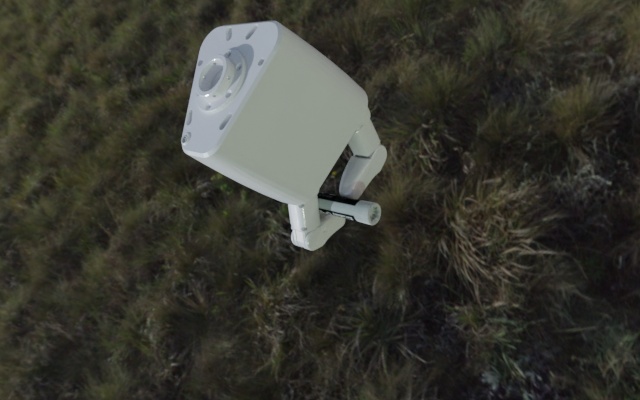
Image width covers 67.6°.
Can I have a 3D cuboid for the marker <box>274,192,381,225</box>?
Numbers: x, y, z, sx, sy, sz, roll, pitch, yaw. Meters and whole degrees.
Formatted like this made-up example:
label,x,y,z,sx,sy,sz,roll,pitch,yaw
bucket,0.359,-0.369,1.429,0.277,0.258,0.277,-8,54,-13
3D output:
label,x,y,z,sx,sy,sz,roll,pitch,yaw
marker,0.000,0.001,0.431,0.121,0.020,0.020,13,8,41
